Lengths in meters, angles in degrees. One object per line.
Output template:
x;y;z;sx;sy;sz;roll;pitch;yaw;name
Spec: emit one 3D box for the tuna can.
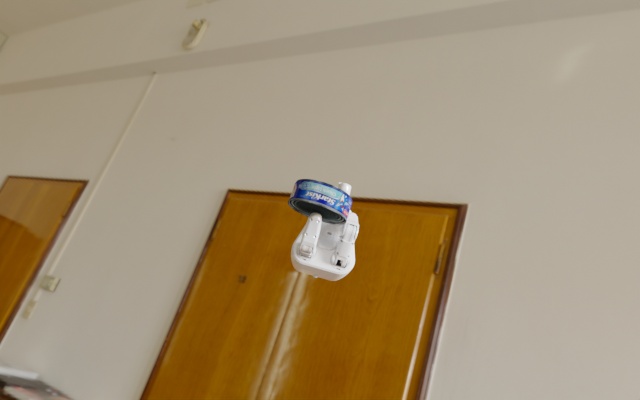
0.000;0.002;0.664;0.086;0.033;0.086;17;-15;5;tuna can
